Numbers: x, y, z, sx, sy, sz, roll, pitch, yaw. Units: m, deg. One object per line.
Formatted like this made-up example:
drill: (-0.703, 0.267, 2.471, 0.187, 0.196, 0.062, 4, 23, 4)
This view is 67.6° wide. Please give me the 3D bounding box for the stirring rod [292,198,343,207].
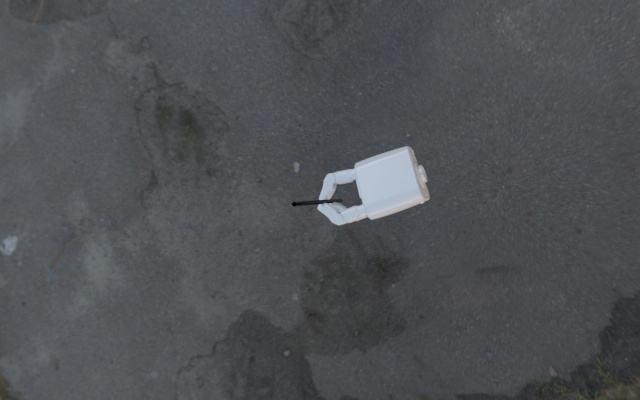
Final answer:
stirring rod: (0.000, 0.003, 0.888, 0.011, 0.011, 0.239, 0, 2, 21)
